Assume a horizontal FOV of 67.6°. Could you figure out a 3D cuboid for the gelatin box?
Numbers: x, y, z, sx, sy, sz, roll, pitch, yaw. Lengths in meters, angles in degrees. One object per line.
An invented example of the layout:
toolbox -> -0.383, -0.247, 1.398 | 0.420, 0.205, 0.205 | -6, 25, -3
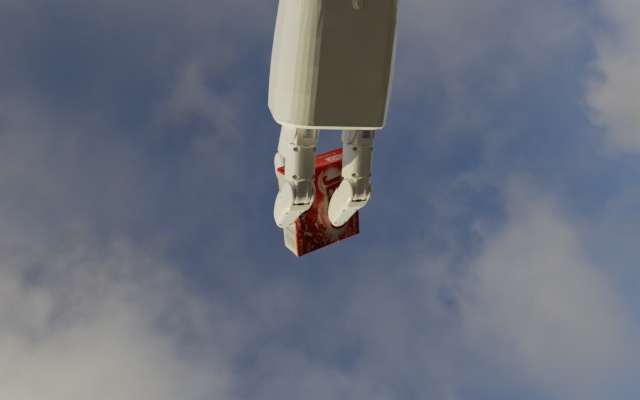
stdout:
gelatin box -> 0.000, 0.002, 0.460 | 0.073, 0.089, 0.030 | -19, 32, -26
